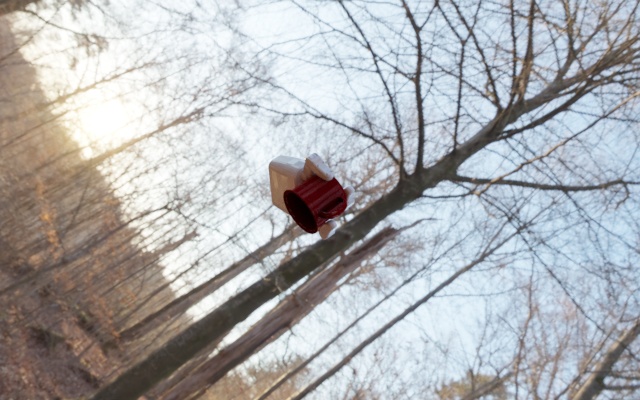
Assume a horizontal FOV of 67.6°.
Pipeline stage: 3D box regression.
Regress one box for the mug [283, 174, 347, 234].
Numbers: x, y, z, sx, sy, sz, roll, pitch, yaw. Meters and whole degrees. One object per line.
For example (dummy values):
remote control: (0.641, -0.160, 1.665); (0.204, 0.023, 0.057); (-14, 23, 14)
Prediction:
mug: (0.001, 0.003, 0.851); (0.081, 0.093, 0.117); (-35, 31, -25)
